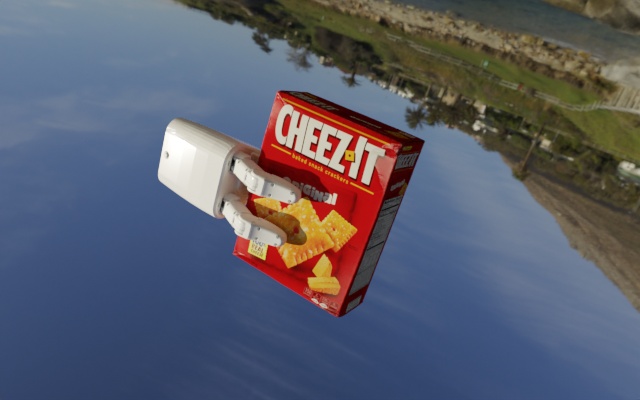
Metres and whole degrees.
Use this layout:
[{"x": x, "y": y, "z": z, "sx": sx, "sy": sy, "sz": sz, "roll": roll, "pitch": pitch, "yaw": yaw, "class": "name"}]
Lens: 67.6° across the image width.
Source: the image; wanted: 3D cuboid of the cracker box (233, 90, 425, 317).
[{"x": 0.000, "y": 0.002, "z": 0.552, "sx": 0.164, "sy": 0.214, "sz": 0.072, "roll": 27, "pitch": 22, "yaw": 24, "class": "cracker box"}]
